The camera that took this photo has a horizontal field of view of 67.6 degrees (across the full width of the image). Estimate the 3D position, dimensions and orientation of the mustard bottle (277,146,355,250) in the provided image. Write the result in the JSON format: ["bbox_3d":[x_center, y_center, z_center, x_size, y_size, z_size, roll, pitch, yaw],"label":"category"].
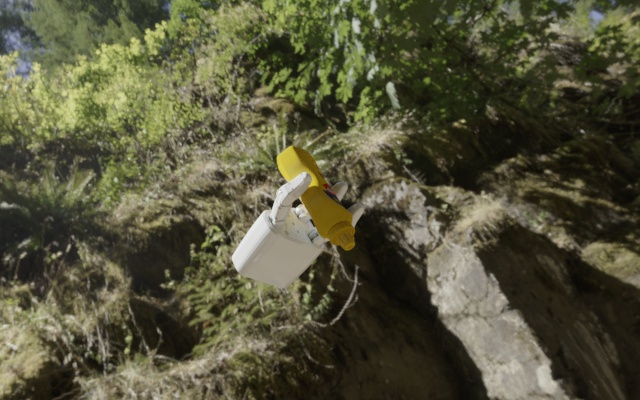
[{"bbox_3d":[0.000,0.002,0.749,0.058,0.191,0.096,-36,-36,4],"label":"mustard bottle"}]
